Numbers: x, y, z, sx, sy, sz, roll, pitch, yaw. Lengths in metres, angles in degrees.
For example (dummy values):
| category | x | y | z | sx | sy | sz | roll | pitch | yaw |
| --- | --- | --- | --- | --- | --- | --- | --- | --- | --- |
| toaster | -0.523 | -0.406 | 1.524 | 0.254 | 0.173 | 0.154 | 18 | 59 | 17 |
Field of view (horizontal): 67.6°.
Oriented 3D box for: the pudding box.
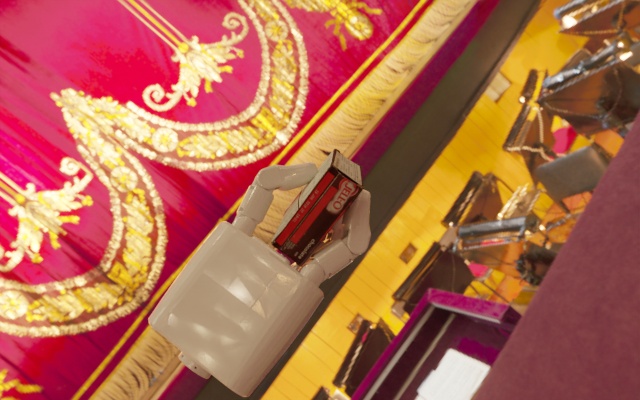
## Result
| category | x | y | z | sx | sy | sz | roll | pitch | yaw |
| --- | --- | --- | --- | --- | --- | --- | --- | --- | --- |
| pudding box | 0.000 | 0.001 | 0.452 | 0.039 | 0.090 | 0.113 | 37 | 13 | -7 |
